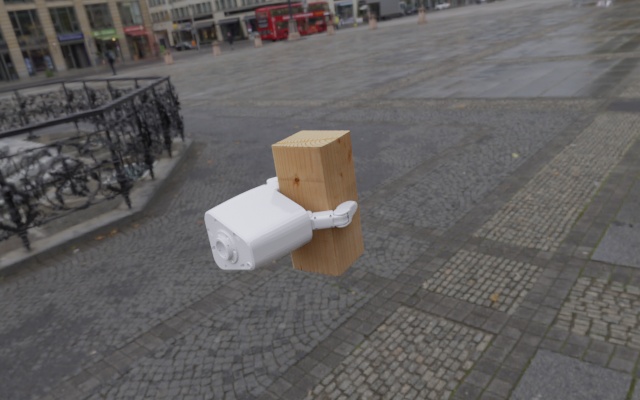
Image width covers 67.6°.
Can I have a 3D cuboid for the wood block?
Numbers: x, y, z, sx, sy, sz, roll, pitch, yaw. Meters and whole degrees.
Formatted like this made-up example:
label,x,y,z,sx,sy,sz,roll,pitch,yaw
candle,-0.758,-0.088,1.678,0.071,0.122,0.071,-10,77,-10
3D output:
label,x,y,z,sx,sy,sz,roll,pitch,yaw
wood block,0.000,0.002,0.746,0.091,0.206,0.090,5,25,32
